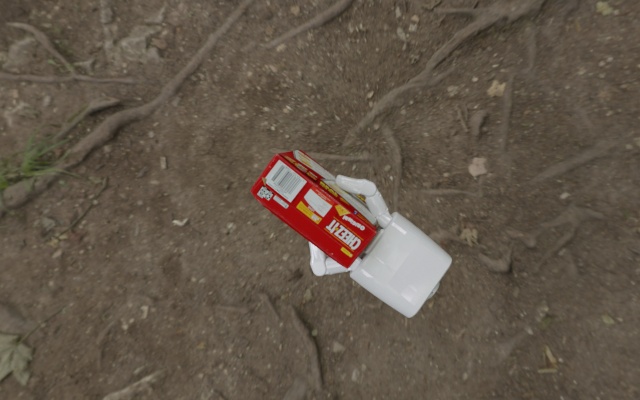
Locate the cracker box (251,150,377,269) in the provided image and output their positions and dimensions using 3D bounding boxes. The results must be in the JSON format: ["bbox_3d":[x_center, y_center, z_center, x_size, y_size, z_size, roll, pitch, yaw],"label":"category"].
[{"bbox_3d":[0.000,0.002,0.704,0.164,0.072,0.213,38,9,0],"label":"cracker box"}]
